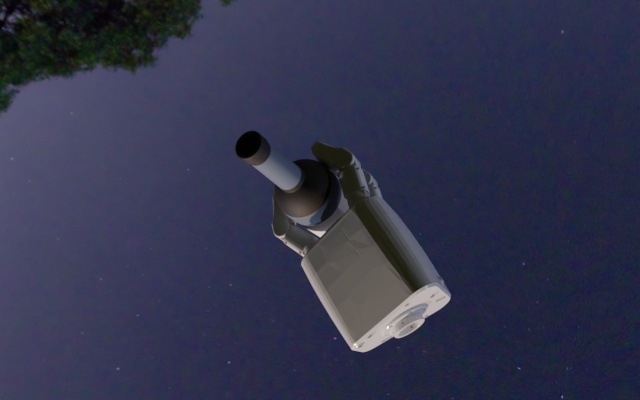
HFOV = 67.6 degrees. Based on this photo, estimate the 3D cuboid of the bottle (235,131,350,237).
[{"bbox_3d":[0.000,0.002,0.534,0.069,0.069,0.296,0,-20,27],"label":"bottle"}]
